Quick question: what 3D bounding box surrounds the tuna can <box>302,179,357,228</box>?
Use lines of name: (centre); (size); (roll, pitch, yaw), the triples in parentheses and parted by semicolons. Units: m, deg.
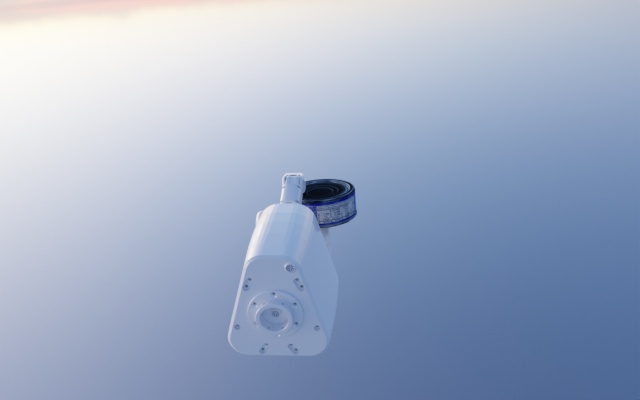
tuna can: (0.000, 0.001, 0.572); (0.086, 0.034, 0.086); (-5, 19, 2)
